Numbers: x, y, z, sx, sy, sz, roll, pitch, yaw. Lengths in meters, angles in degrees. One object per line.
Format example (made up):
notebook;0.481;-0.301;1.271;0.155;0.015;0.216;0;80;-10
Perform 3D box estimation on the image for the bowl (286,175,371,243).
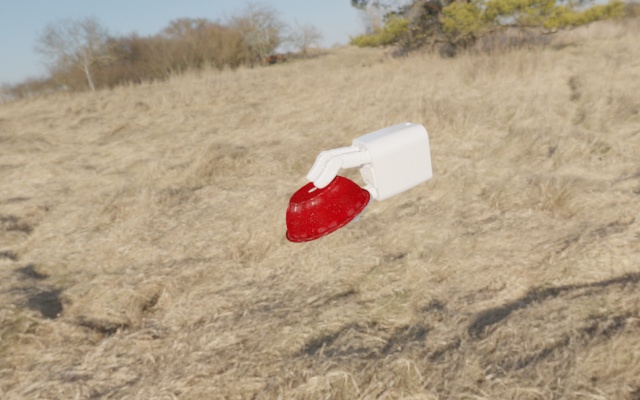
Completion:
bowl;-0.001;0.003;0.802;0.162;0.055;0.162;-26;19;10
